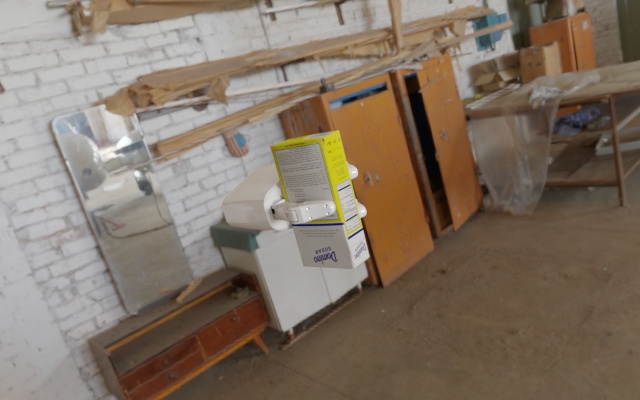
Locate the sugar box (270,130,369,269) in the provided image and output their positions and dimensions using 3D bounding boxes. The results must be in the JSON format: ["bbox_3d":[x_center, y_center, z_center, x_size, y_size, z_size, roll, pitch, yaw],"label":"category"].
[{"bbox_3d":[0.000,0.002,0.636,0.093,0.176,0.048,-3,20,40],"label":"sugar box"}]
